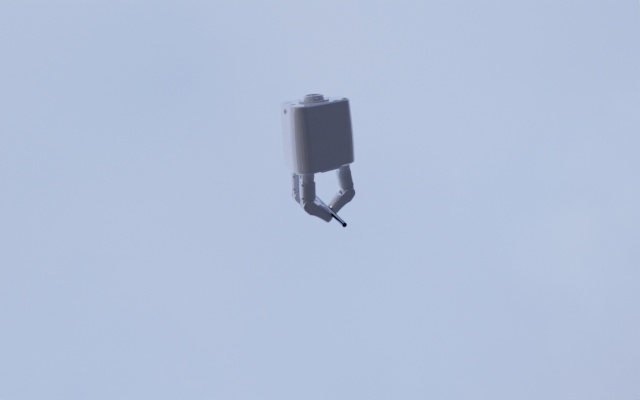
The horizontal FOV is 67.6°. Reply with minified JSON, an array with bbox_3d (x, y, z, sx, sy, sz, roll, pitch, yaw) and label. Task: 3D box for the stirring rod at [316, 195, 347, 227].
[{"bbox_3d":[0.000,0.003,0.846,0.011,0.011,0.239,0,17,-19],"label":"stirring rod"}]
